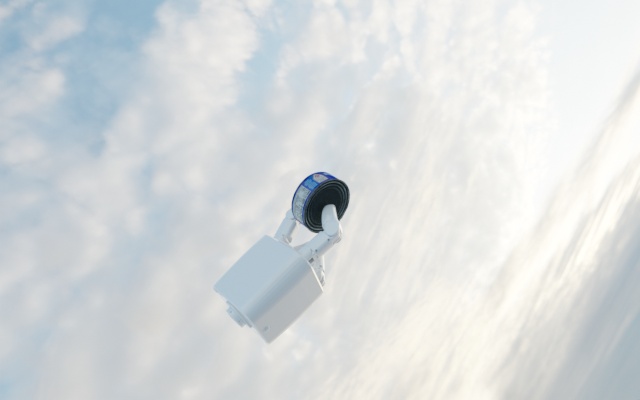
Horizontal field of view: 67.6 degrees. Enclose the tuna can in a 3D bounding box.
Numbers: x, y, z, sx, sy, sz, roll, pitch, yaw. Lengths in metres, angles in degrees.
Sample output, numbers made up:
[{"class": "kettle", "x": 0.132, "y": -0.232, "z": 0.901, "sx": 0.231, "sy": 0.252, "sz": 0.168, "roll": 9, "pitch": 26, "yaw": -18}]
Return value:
[{"class": "tuna can", "x": 0.000, "y": 0.002, "z": 0.691, "sx": 0.086, "sy": 0.086, "sz": 0.033, "roll": 0, "pitch": 25, "yaw": -44}]
